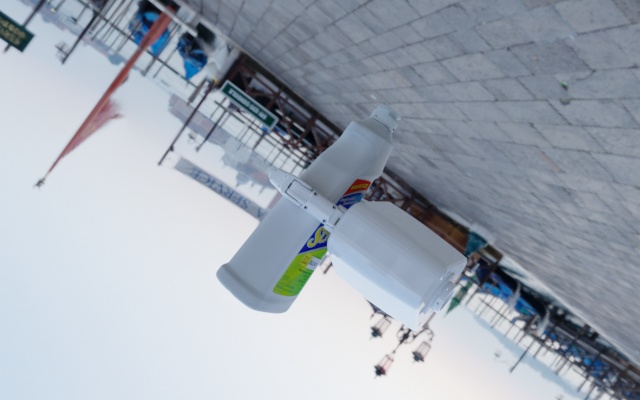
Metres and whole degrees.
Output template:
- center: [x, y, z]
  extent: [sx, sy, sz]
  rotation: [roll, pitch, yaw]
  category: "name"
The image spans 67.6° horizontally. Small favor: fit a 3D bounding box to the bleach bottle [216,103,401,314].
- center: [0.000, 0.002, 0.514]
  extent: [0.068, 0.251, 0.102]
  rotation: [36, 0, 26]
  category: "bleach bottle"
